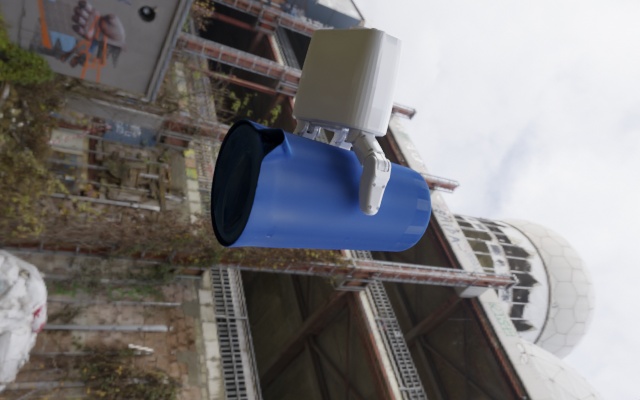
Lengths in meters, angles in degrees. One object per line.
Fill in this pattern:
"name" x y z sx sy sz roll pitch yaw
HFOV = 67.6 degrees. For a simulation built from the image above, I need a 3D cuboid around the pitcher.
"pitcher" 0.000 0.002 0.557 0.243 0.145 0.149 9 5 -31
